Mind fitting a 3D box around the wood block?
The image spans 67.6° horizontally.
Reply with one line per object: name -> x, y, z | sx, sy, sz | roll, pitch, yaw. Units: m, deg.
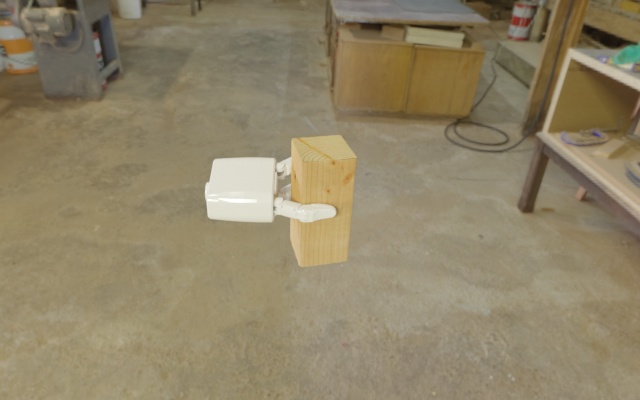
wood block -> 0.000, 0.003, 0.823 | 0.090, 0.206, 0.090 | -6, 33, -13
